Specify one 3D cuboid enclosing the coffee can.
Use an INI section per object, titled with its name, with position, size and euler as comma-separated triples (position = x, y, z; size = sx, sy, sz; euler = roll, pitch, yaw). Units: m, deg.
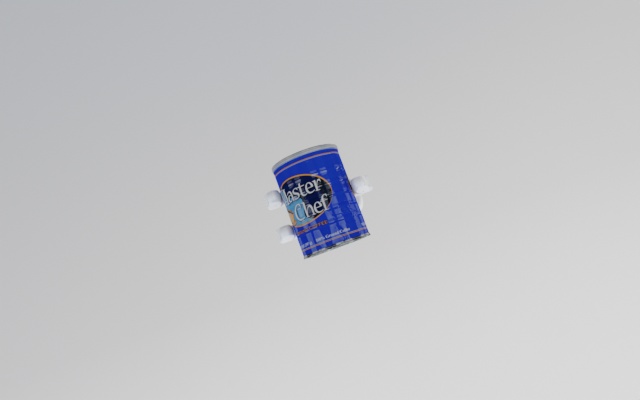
[coffee can]
position = 0.000, 0.002, 0.694
size = 0.103, 0.140, 0.103
euler = -20, -7, -3
